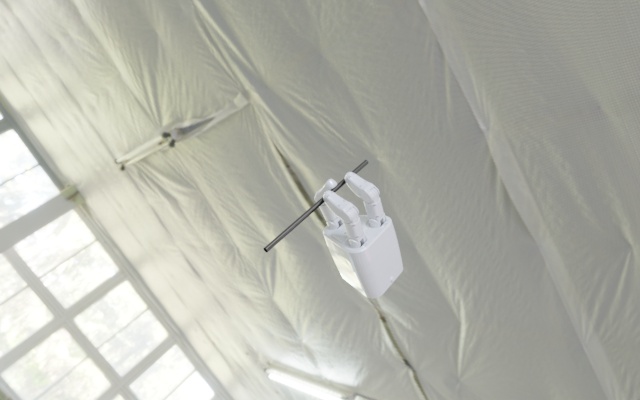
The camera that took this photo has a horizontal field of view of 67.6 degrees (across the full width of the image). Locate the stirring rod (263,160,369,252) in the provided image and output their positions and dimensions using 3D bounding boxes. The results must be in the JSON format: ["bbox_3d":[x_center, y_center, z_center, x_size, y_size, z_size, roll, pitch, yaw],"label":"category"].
[{"bbox_3d":[0.000,0.002,0.726,0.011,0.011,0.239,0,34,50],"label":"stirring rod"}]
